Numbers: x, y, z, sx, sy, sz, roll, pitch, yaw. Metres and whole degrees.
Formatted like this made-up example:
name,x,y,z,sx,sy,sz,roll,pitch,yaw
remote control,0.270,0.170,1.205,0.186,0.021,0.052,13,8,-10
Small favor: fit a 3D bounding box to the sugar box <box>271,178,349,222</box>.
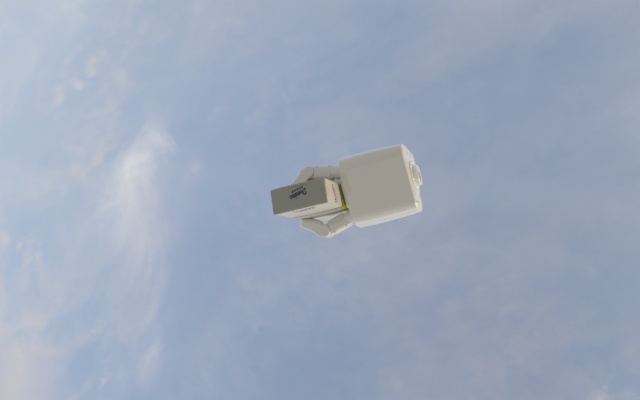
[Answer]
name,x,y,z,sx,sy,sz,roll,pitch,yaw
sugar box,0.000,0.002,0.787,0.093,0.048,0.176,-13,-13,20
